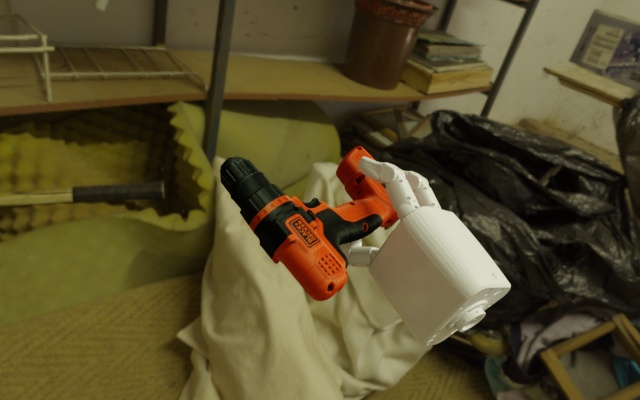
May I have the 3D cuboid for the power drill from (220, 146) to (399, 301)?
[{"bbox_3d":[0.001,0.002,0.546,0.187,0.184,0.057,-30,-15,-41],"label":"power drill"}]
